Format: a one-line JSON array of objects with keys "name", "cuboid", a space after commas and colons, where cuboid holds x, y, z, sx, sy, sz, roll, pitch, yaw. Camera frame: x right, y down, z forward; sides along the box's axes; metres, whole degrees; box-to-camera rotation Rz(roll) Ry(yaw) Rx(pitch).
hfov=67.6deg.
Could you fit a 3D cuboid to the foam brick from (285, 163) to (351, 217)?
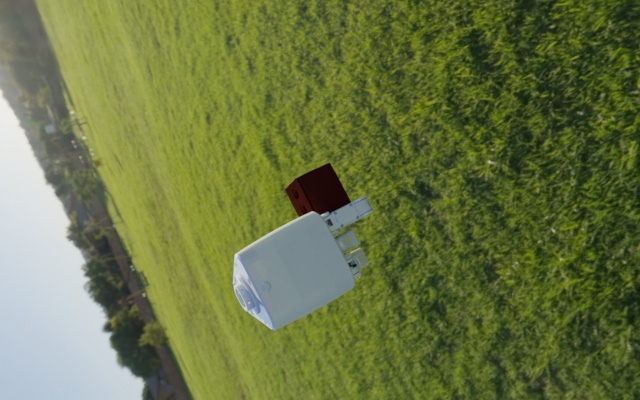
[{"name": "foam brick", "cuboid": [0.000, 0.002, 0.595, 0.051, 0.078, 0.053, -26, -5, -24]}]
